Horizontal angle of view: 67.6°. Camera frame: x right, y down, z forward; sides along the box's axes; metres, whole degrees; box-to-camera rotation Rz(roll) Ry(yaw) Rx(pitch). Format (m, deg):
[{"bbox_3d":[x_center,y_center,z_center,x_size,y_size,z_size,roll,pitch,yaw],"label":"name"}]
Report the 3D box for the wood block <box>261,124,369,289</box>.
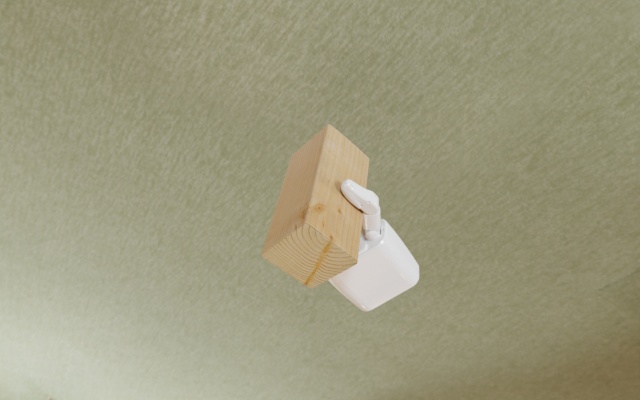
[{"bbox_3d":[0.001,0.002,0.661,0.090,0.206,0.091,38,-52,-23],"label":"wood block"}]
